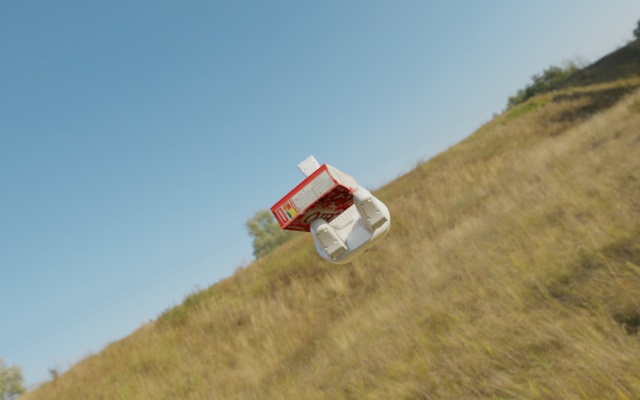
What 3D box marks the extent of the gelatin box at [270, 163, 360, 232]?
[{"bbox_3d":[0.000,0.001,0.497,0.073,0.030,0.089,-38,-19,14],"label":"gelatin box"}]
